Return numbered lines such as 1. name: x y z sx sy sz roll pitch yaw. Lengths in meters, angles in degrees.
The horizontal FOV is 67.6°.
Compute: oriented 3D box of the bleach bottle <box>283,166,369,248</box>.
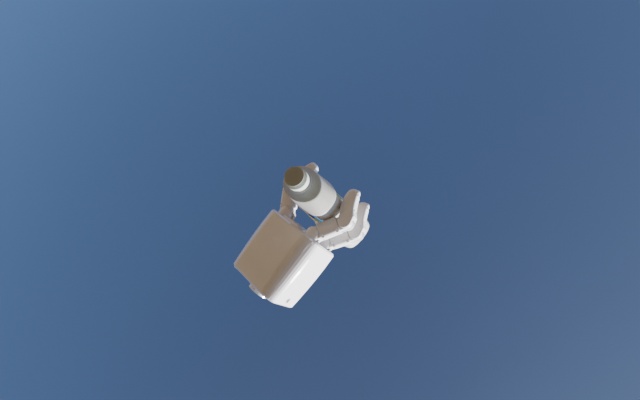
1. bleach bottle: 0.000 0.002 0.737 0.102 0.068 0.251 37 -3 27
